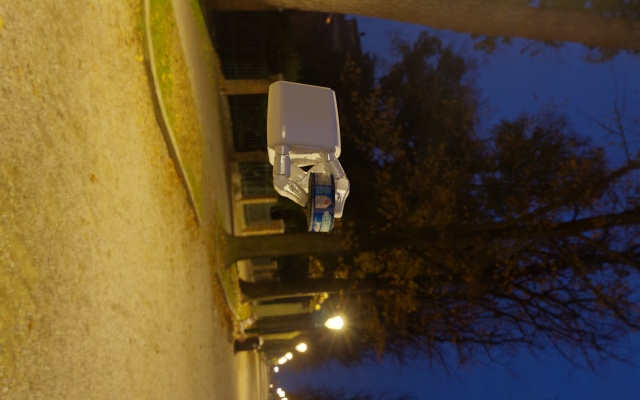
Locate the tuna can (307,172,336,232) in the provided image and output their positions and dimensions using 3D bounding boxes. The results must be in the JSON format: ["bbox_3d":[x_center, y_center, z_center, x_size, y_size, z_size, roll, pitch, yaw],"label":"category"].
[{"bbox_3d":[0.001,0.002,0.686,0.034,0.086,0.086,2,0,-5],"label":"tuna can"}]
